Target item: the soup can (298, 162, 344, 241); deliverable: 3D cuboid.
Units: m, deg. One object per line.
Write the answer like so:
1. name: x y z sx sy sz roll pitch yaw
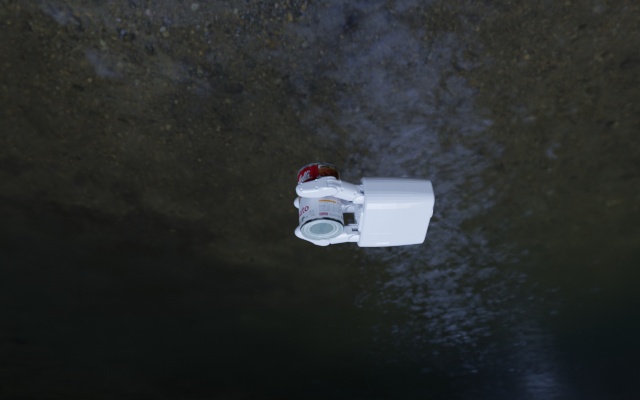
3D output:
1. soup can: 0.000 0.003 0.733 0.068 0.102 0.068 -3 -32 -2
